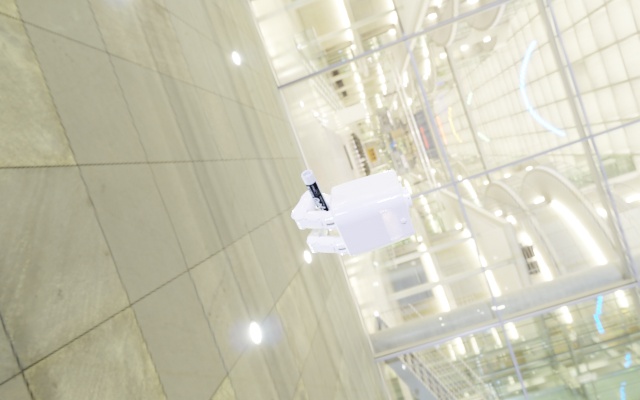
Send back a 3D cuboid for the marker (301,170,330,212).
[{"bbox_3d":[0.000,0.002,0.757,0.020,0.121,0.020,-16,38,13],"label":"marker"}]
